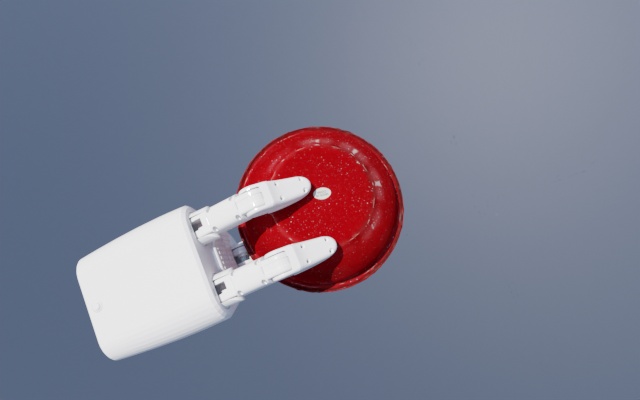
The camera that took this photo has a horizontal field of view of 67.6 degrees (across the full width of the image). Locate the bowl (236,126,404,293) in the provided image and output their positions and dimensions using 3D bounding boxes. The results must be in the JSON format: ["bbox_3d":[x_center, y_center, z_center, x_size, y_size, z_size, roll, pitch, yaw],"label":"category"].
[{"bbox_3d":[0.001,0.001,0.433,0.162,0.162,0.055,0,-11,-2],"label":"bowl"}]
